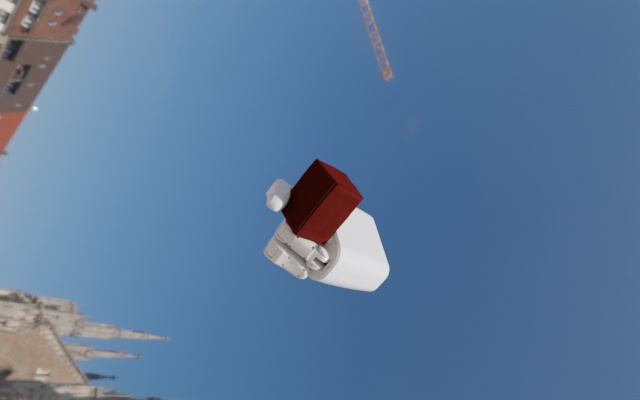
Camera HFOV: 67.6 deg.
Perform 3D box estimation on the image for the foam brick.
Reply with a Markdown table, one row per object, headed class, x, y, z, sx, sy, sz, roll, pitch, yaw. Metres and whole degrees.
| class | x | y | z | sx | sy | sz | roll | pitch | yaw |
| --- | --- | --- | --- | --- | --- | --- | --- | --- | --- |
| foam brick | 0.000 | 0.002 | 0.552 | 0.051 | 0.078 | 0.053 | 23 | 24 | -41 |
